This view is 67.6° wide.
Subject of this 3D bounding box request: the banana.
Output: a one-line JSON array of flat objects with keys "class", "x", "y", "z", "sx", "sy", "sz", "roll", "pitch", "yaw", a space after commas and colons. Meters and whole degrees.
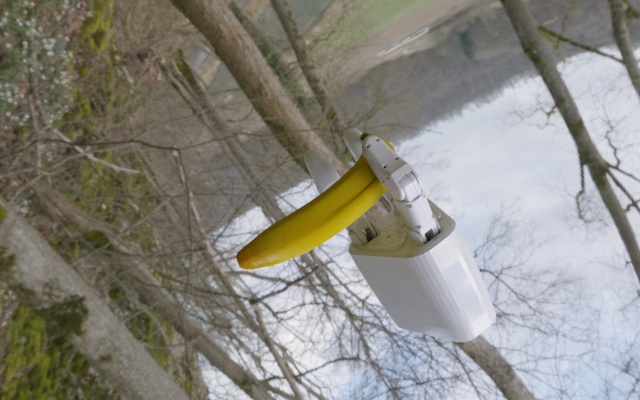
[{"class": "banana", "x": 0.014, "y": -0.002, "z": 0.416, "sx": 0.069, "sy": 0.037, "sz": 0.197, "roll": -5, "pitch": 31, "yaw": 50}]
